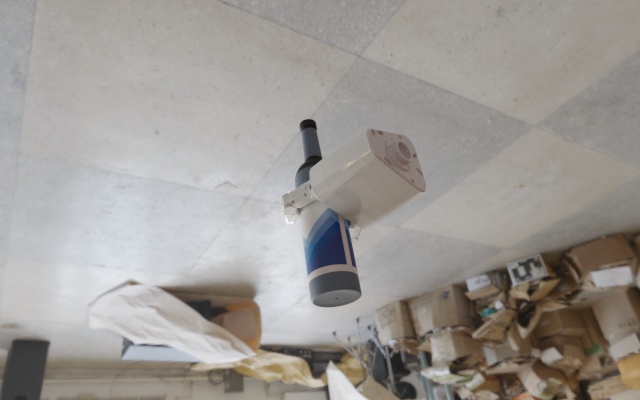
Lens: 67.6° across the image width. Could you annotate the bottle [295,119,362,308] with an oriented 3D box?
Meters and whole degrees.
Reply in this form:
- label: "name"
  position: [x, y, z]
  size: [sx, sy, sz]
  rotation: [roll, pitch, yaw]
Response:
- label: "bottle"
  position: [0.000, 0.003, 0.690]
  size: [0.069, 0.295, 0.069]
  rotation: [-7, -31, -4]
